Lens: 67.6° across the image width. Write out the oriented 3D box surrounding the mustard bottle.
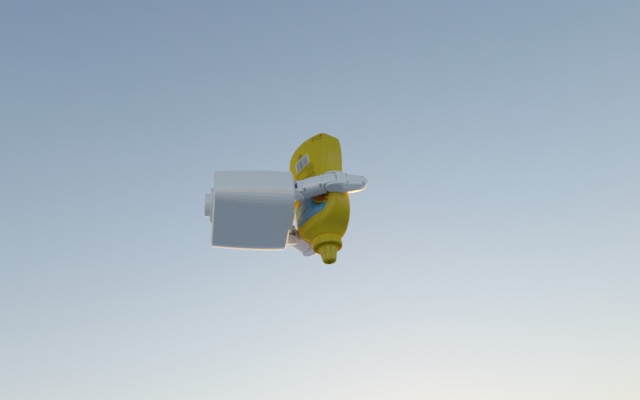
[{"bbox_3d":[0.000,0.002,0.684,0.058,0.191,0.096,19,-42,-34],"label":"mustard bottle"}]
